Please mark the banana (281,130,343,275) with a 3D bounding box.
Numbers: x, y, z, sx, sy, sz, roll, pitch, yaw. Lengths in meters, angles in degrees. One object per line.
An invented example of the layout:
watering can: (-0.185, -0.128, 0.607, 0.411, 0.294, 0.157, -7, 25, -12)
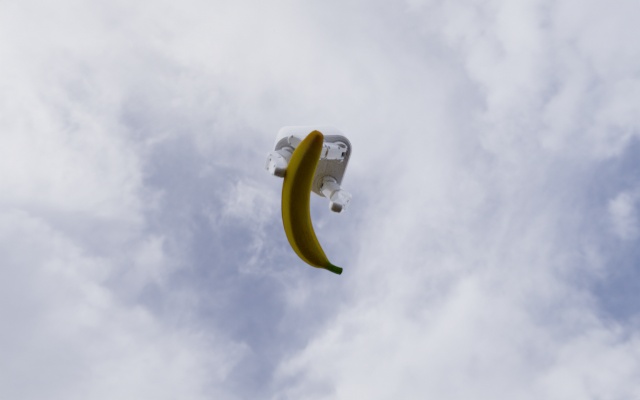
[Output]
banana: (-0.018, 0.008, 0.620, 0.069, 0.198, 0.037, -10, 20, -2)
